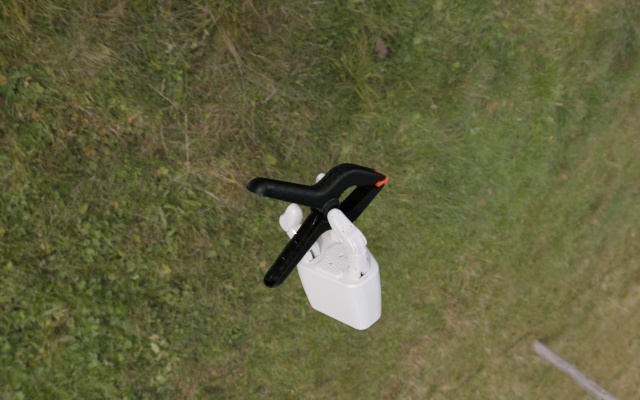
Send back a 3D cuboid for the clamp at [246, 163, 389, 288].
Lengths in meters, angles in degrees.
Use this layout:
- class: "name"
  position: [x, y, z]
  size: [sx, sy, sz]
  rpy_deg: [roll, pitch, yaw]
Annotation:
- class: "clamp"
  position: [0.001, 0.002, 0.604]
  size: [0.210, 0.165, 0.036]
  rpy_deg: [-33, 46, -23]
